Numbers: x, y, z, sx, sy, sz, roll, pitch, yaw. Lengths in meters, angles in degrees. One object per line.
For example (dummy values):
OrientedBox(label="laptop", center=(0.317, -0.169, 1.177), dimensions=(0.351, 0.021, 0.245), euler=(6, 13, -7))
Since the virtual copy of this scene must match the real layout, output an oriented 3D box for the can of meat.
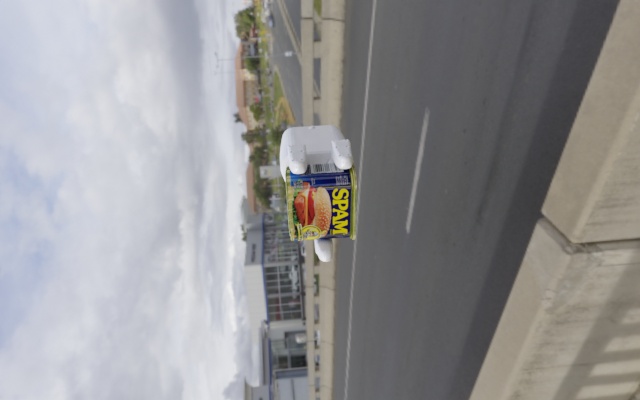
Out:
OrientedBox(label="can of meat", center=(0.000, 0.002, 0.599), dimensions=(0.084, 0.102, 0.057), euler=(-3, 35, -3))
